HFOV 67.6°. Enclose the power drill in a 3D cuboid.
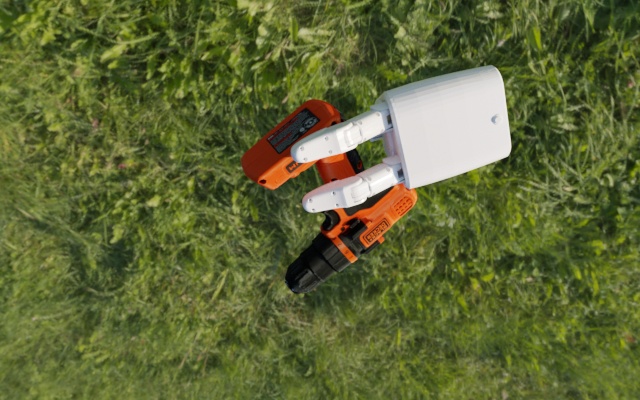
[{"bbox_3d":[0.000,0.001,0.508,0.057,0.184,0.188,46,-3,47],"label":"power drill"}]
